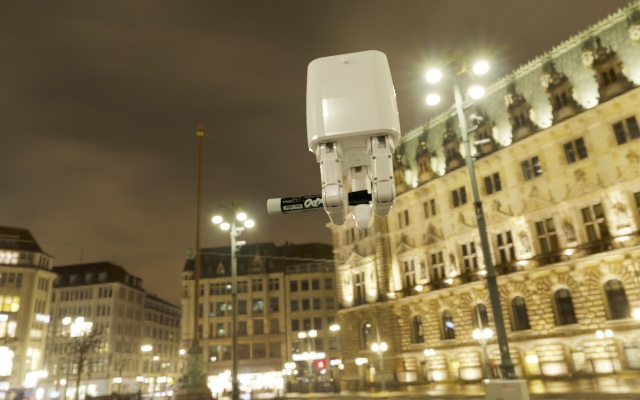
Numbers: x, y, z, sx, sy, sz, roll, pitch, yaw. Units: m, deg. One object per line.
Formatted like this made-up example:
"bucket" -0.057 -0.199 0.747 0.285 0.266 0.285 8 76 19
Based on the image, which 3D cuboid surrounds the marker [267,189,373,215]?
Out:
"marker" 0.000 0.002 0.546 0.121 0.020 0.020 -6 -1 7
